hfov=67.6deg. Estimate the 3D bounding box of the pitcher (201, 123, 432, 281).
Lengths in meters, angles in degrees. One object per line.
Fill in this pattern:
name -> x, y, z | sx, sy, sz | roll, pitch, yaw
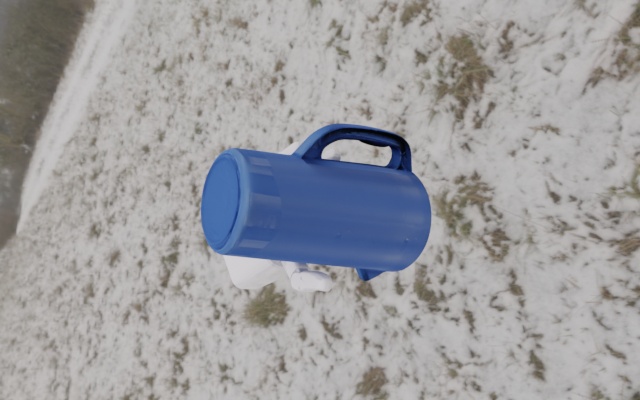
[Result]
pitcher -> 0.000, 0.002, 0.538 | 0.243, 0.149, 0.145 | 7, -30, -35
